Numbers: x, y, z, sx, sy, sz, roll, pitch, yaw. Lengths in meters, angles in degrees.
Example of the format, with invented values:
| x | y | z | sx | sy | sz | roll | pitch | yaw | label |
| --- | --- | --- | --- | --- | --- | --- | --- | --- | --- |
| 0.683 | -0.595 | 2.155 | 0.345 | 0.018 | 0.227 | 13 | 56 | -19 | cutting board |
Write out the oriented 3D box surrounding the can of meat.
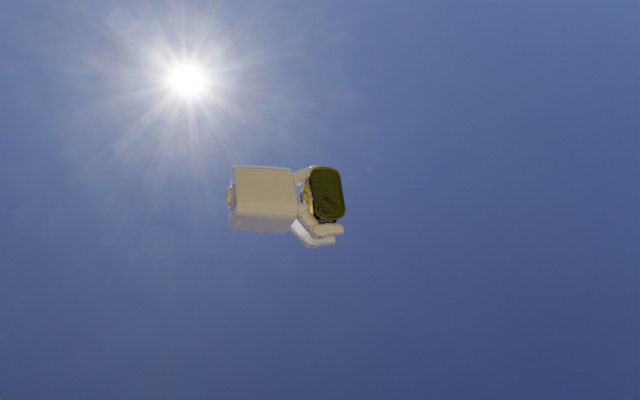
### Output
| x | y | z | sx | sy | sz | roll | pitch | yaw | label |
| --- | --- | --- | --- | --- | --- | --- | --- | --- | --- |
| 0.000 | 0.003 | 0.870 | 0.057 | 0.102 | 0.084 | 1 | -25 | -20 | can of meat |
